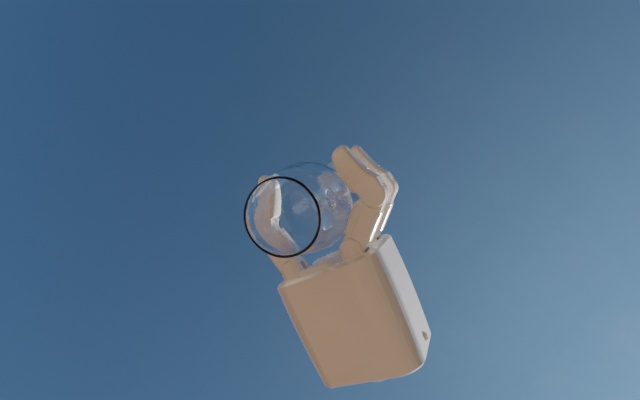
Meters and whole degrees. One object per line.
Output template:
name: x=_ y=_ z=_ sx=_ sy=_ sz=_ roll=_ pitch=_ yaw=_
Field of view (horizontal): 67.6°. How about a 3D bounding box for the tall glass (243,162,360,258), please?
tall glass: x=0.000 y=0.001 z=0.448 sx=0.079 sy=0.079 sz=0.201 roll=0 pitch=6 yaw=17
